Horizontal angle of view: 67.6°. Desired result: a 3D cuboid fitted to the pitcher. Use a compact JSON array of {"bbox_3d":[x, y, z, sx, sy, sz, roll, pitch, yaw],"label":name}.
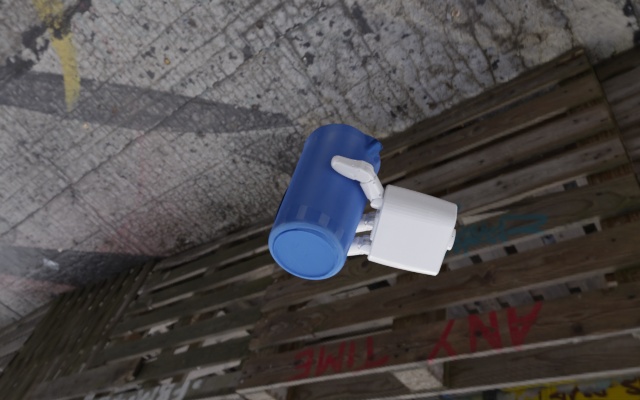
[{"bbox_3d":[0.000,0.002,0.729,0.145,0.149,0.242,16,41,5],"label":"pitcher"}]
